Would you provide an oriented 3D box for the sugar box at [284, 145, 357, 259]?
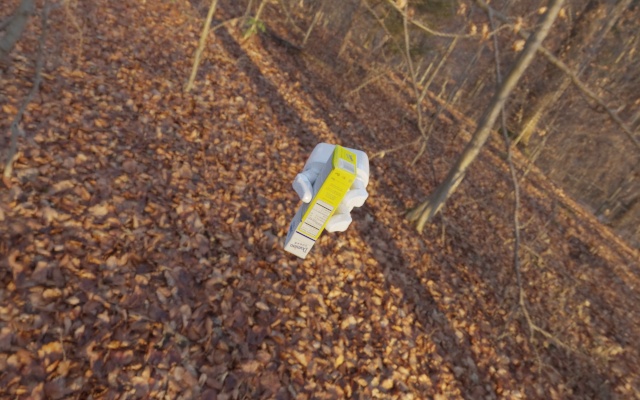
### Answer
[{"bbox_3d":[0.001,0.003,0.796,0.048,0.176,0.093,25,27,-8],"label":"sugar box"}]
